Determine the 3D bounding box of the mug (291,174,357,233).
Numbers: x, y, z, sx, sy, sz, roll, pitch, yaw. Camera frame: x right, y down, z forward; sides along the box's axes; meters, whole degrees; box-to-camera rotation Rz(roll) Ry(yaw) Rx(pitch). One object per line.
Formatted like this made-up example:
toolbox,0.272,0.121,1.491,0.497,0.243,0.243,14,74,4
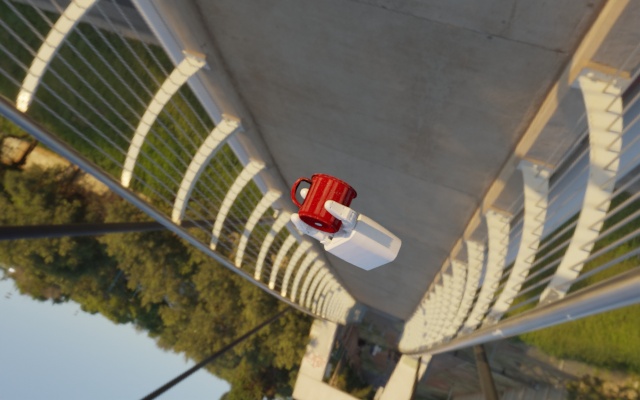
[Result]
mug,-0.001,0.002,0.877,0.117,0.081,0.093,29,-18,-17
